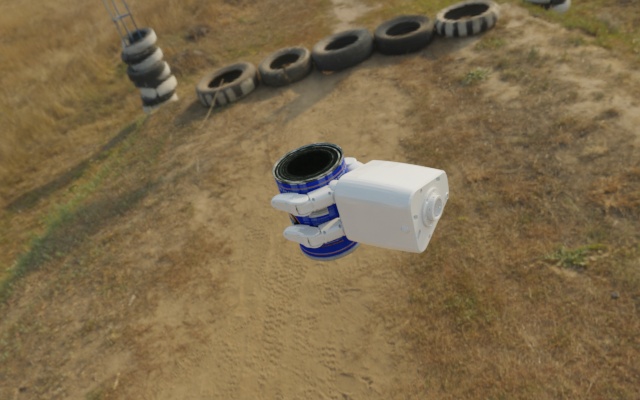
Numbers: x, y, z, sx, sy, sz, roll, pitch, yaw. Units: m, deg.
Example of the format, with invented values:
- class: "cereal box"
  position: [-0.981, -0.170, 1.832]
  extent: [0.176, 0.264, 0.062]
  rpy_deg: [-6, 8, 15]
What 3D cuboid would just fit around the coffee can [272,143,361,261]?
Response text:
- class: "coffee can"
  position: [0.000, 0.002, 0.692]
  extent: [0.103, 0.140, 0.102]
  rpy_deg: [-13, 33, 8]
